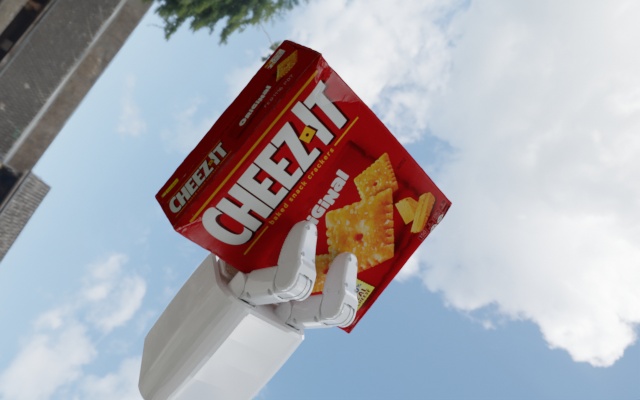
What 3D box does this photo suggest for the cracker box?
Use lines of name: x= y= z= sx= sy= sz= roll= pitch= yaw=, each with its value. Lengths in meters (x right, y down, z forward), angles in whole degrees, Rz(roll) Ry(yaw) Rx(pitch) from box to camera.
cracker box: x=0.000 y=0.001 z=0.413 sx=0.214 sy=0.164 sz=0.072 roll=40 pitch=0 yaw=-38
